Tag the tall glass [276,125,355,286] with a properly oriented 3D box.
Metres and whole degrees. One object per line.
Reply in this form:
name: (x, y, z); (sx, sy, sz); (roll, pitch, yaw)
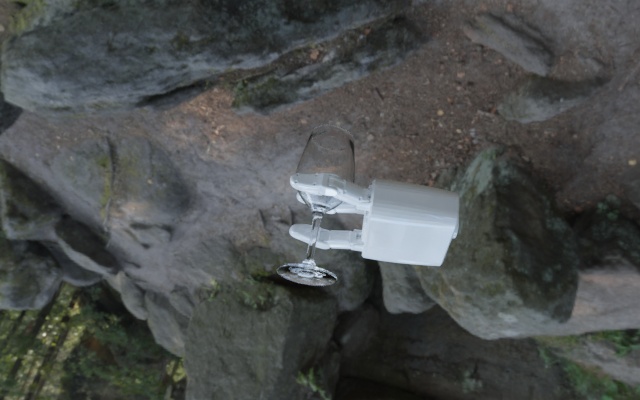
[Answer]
tall glass: (0.000, 0.003, 0.614); (0.079, 0.201, 0.079); (8, -25, 4)
